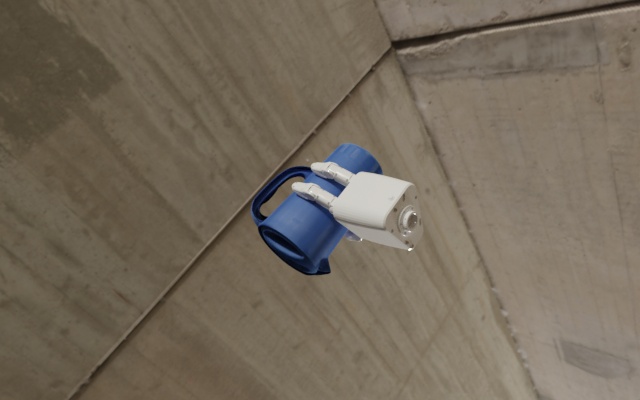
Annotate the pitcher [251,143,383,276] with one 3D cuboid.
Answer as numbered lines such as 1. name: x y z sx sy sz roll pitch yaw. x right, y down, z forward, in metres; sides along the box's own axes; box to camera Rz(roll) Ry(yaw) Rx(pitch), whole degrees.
1. pitcher: 0.000 0.003 0.882 0.145 0.242 0.149 13 -35 47
